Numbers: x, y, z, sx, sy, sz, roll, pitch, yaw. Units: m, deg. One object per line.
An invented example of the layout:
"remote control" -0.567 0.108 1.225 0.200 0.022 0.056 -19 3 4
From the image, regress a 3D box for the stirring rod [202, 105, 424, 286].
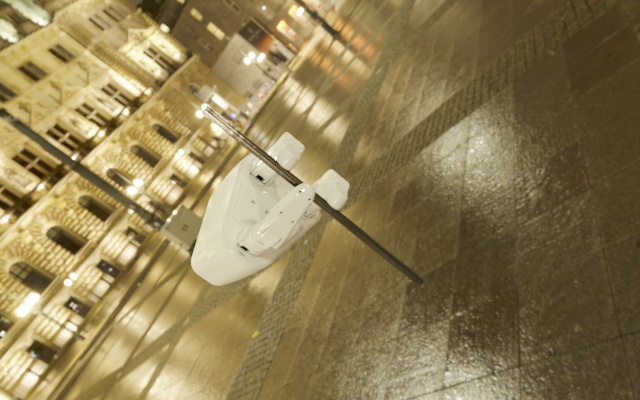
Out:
"stirring rod" 0.000 0.001 0.404 0.239 0.011 0.011 39 -11 -14
